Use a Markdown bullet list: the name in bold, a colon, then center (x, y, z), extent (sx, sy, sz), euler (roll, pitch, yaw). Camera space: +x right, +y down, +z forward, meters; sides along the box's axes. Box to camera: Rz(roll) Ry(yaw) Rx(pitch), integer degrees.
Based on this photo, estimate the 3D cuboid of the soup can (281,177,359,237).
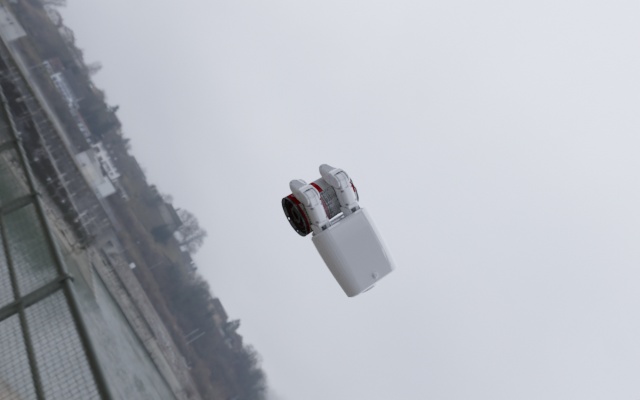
- **soup can**: center (0.000, 0.002, 0.739), extent (0.102, 0.068, 0.068), euler (-30, 12, -21)
